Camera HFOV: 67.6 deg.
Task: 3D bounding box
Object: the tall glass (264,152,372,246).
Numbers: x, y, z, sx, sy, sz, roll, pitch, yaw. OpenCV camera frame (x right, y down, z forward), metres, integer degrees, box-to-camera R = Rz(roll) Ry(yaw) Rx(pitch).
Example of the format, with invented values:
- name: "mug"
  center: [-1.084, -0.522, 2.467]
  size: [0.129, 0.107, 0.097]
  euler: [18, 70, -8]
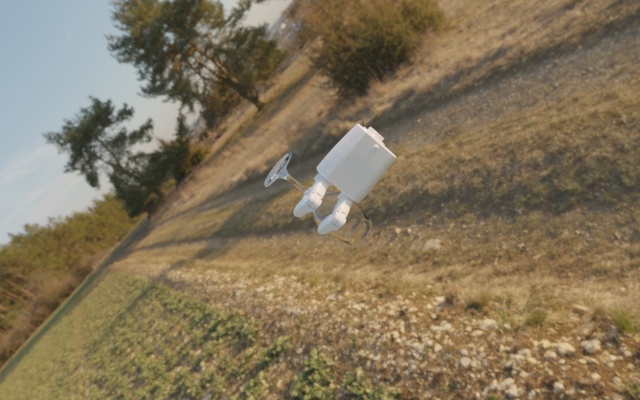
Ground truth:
- name: "tall glass"
  center: [0.000, 0.003, 0.864]
  size: [0.201, 0.079, 0.079]
  euler: [38, -13, -18]
